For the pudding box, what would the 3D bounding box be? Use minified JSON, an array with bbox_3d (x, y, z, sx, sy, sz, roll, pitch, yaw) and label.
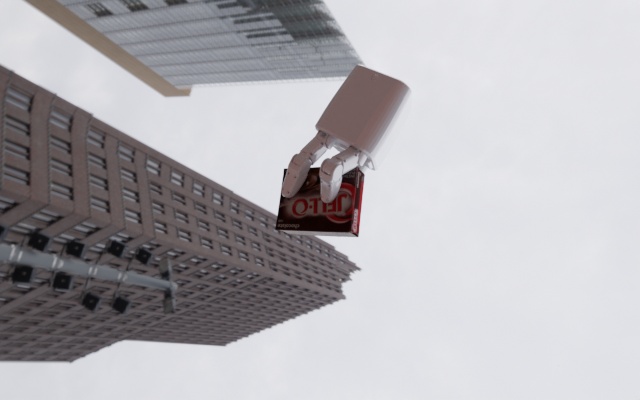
[{"bbox_3d":[0.000,0.002,0.646,0.113,0.090,0.039,-1,-18,26],"label":"pudding box"}]
